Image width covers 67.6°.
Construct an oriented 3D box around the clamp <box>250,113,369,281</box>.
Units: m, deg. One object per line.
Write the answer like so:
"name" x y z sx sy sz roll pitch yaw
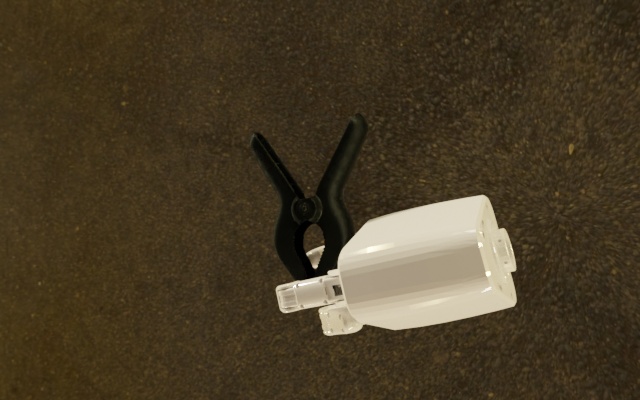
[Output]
"clamp" 0.000 0.002 0.443 0.120 0.171 0.039 -17 -9 26
